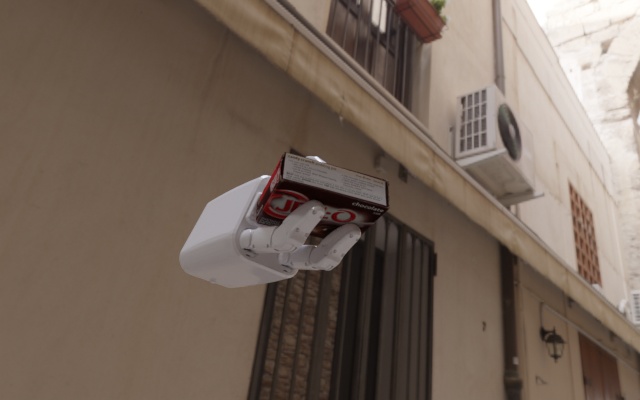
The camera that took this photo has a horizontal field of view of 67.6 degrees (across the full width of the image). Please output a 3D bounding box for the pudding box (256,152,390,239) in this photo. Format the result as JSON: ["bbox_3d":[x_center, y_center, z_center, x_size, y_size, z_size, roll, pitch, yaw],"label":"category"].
[{"bbox_3d":[0.000,0.001,0.483,0.113,0.039,0.090,12,-31,-17],"label":"pudding box"}]
